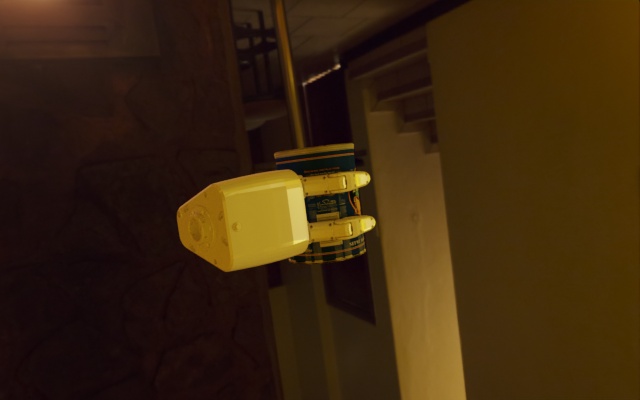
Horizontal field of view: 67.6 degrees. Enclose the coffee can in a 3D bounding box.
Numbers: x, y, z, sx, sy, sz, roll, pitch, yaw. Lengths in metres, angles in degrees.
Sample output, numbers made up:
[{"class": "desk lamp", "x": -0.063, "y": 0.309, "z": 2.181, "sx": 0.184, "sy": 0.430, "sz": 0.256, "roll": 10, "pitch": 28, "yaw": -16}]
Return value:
[{"class": "coffee can", "x": 0.000, "y": 0.002, "z": 0.617, "sx": 0.103, "sy": 0.140, "sz": 0.103, "roll": -7, "pitch": 5, "yaw": 1}]
